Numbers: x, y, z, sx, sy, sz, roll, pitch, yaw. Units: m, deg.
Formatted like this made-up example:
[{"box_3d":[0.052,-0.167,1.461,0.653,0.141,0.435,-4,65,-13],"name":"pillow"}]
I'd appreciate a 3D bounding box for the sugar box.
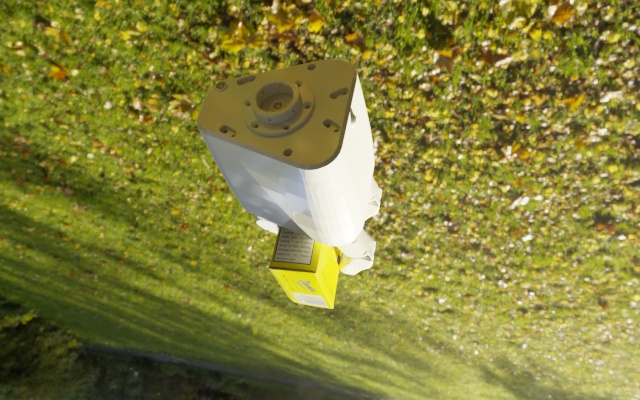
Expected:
[{"box_3d":[0.001,0.002,0.448,0.048,0.176,0.093,6,-28,14],"name":"sugar box"}]
